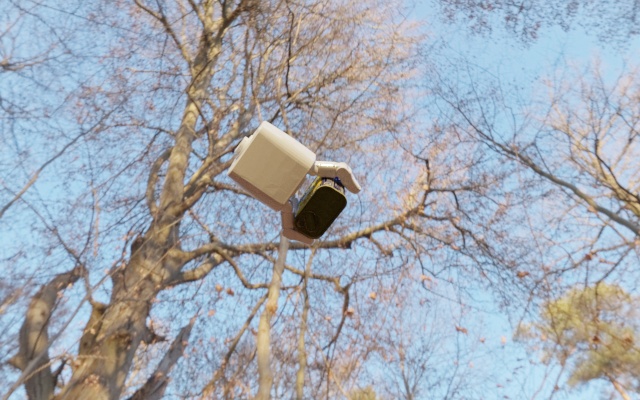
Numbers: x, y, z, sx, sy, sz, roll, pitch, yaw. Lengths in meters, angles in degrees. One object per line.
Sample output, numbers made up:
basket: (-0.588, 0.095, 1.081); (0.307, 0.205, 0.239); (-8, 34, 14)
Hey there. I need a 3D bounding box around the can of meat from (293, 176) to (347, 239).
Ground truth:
can of meat: (0.000, 0.003, 0.825); (0.057, 0.102, 0.084); (32, 24, -13)
